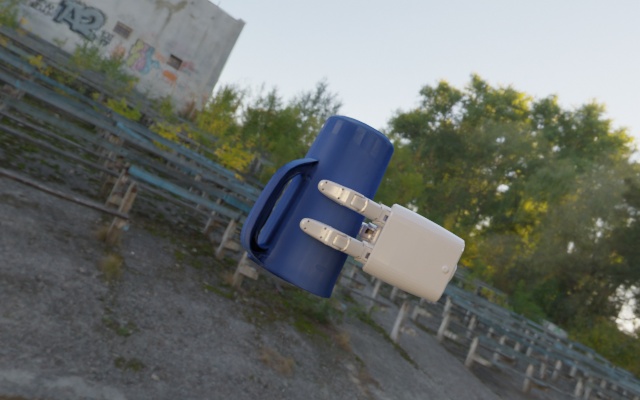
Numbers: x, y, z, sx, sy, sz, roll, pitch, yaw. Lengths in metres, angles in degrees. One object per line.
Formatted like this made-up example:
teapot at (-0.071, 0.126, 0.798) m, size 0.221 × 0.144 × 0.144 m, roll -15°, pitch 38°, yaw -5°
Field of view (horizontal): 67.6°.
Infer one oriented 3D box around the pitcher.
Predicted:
pitcher at (0.000, 0.002, 0.676) m, size 0.145 × 0.243 × 0.149 m, roll 27°, pitch -4°, yaw 3°
